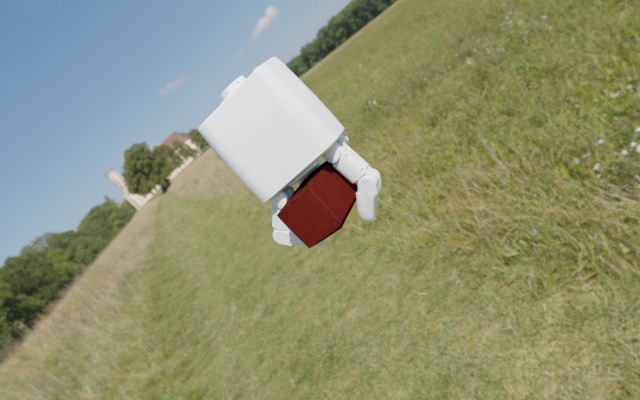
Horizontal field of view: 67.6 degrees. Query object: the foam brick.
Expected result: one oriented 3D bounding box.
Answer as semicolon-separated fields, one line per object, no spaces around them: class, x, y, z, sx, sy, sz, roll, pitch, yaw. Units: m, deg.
foam brick;0.000;0.002;0.505;0.053;0.051;0.078;-37;12;35
